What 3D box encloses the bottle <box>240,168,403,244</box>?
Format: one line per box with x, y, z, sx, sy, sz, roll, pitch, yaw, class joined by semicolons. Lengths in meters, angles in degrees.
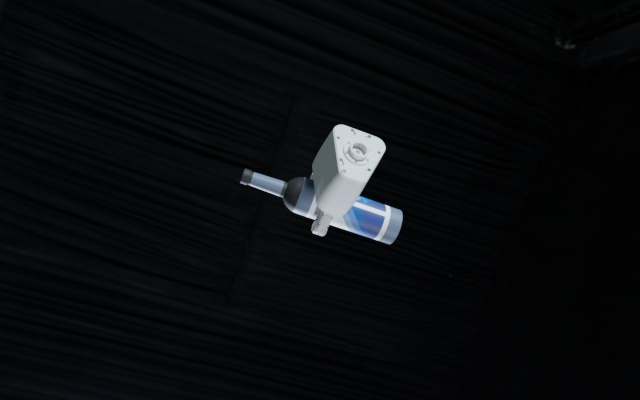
0.000;0.003;0.862;0.296;0.069;0.069;19;-3;-9;bottle
